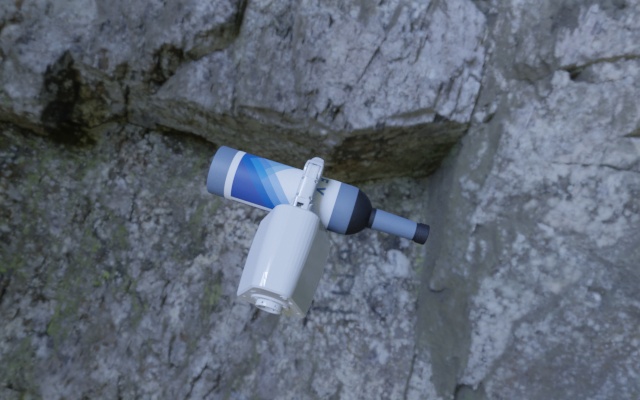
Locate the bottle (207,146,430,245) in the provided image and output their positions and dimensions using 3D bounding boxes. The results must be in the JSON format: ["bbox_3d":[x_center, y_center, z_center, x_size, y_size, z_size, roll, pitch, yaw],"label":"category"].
[{"bbox_3d":[0.000,0.002,0.638,0.296,0.069,0.069,17,1,2],"label":"bottle"}]
